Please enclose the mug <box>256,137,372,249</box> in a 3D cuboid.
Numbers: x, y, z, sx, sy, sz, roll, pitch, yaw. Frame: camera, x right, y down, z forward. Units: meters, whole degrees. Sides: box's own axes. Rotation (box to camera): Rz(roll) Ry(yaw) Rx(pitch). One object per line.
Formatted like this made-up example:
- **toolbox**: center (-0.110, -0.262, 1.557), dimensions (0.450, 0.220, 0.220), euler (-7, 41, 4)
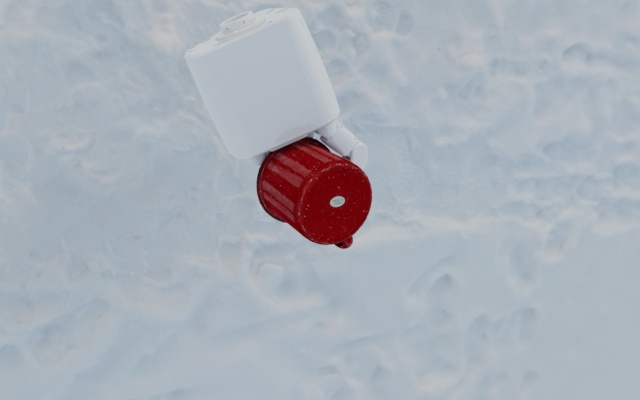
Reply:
- **mug**: center (0.001, 0.003, 0.467), dimensions (0.093, 0.117, 0.081), euler (-33, 31, -16)
